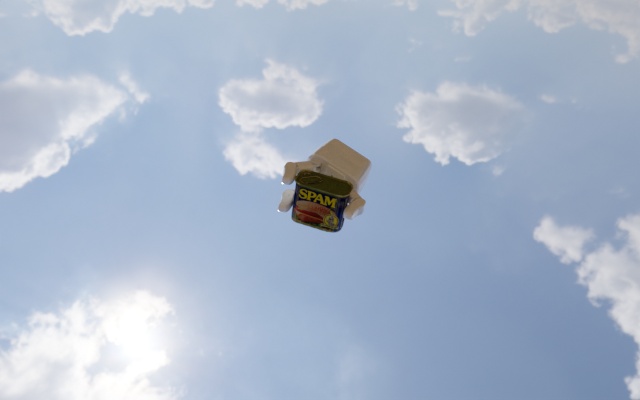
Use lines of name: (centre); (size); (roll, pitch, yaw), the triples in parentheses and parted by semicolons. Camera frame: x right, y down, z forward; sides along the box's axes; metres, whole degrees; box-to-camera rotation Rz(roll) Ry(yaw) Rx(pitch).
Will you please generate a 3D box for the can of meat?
can of meat: (0.000, 0.003, 0.857); (0.102, 0.084, 0.057); (17, 32, 11)
